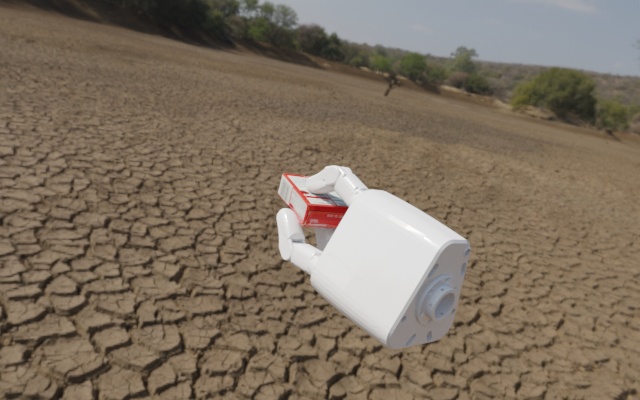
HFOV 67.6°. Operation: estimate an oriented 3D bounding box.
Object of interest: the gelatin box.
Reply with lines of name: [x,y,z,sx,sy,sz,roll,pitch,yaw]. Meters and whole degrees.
gelatin box: [0.000,0.001,0.550,0.073,0.030,0.089,6,23,-28]
